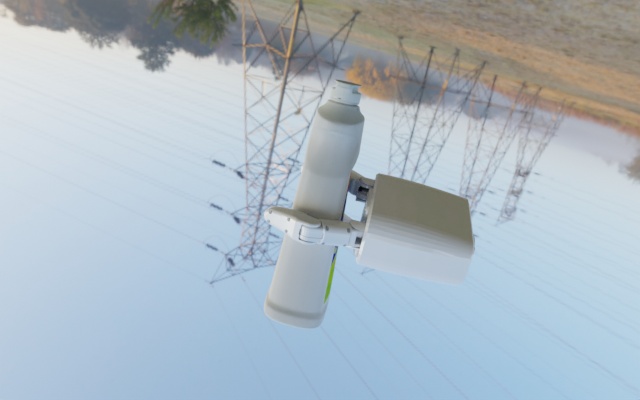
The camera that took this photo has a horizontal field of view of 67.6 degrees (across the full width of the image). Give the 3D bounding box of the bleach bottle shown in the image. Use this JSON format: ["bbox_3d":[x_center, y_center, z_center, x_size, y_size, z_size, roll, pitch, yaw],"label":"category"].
[{"bbox_3d":[0.000,0.002,0.505,0.068,0.251,0.102,14,18,3],"label":"bleach bottle"}]
